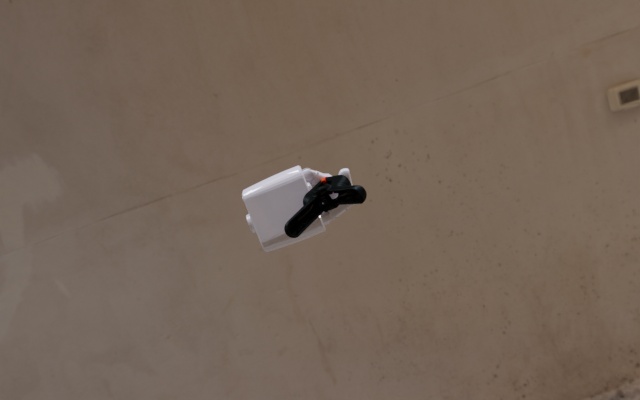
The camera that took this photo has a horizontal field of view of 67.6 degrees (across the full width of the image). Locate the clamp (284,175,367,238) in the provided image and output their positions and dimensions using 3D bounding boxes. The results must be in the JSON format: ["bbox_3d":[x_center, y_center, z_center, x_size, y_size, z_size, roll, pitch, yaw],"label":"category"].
[{"bbox_3d":[0.000,0.002,0.696,0.120,0.039,0.171,-24,10,0],"label":"clamp"}]
